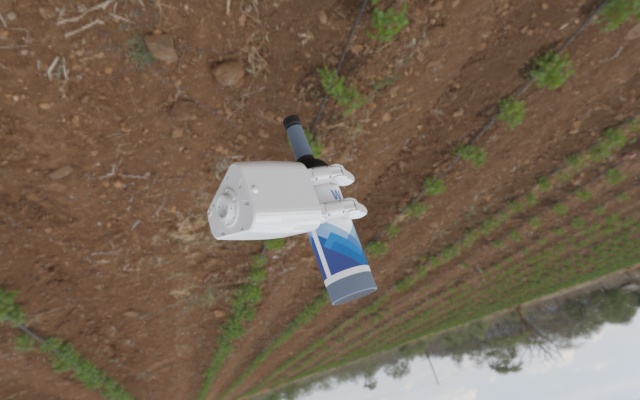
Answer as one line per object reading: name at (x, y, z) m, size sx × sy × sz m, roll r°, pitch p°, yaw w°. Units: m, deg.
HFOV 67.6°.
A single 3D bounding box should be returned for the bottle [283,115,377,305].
bottle at (0.000, 0.003, 0.707) m, size 0.069 × 0.295 × 0.069 m, roll -18°, pitch -20°, yaw -7°
